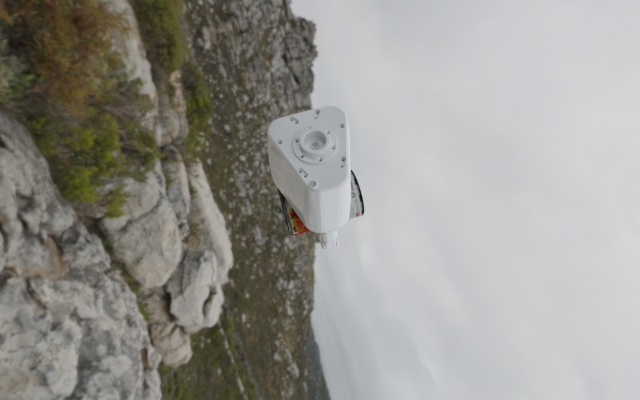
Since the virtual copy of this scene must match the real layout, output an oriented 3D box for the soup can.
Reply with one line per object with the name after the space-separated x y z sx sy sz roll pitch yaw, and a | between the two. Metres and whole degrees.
0.000 0.002 0.638 0.102 0.068 0.068 -16 2 -6 | soup can
